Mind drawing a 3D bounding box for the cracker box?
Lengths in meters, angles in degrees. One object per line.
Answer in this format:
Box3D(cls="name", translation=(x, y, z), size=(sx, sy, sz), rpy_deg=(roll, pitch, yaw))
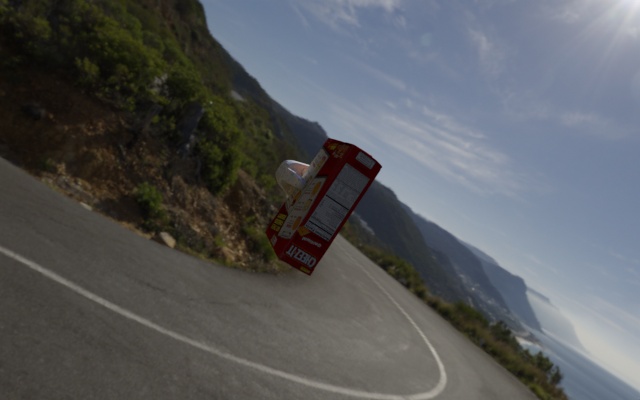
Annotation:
Box3D(cls="cracker box", translation=(0.000, 0.002, 0.815), size=(0.072, 0.213, 0.164), rpy_deg=(33, 2, -17))
